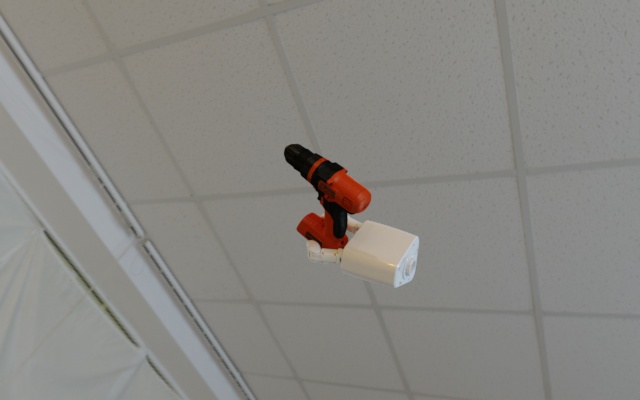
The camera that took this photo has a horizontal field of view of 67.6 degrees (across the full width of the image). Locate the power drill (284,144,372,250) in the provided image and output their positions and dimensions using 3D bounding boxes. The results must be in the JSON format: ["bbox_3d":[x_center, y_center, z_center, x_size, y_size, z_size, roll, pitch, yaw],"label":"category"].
[{"bbox_3d":[0.000,0.003,0.872,0.184,0.188,0.057,38,55,24],"label":"power drill"}]
